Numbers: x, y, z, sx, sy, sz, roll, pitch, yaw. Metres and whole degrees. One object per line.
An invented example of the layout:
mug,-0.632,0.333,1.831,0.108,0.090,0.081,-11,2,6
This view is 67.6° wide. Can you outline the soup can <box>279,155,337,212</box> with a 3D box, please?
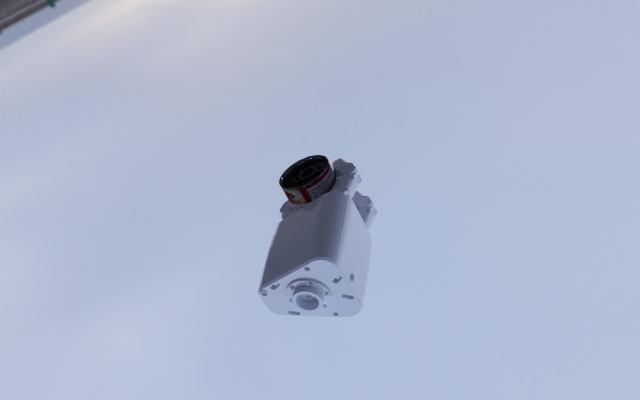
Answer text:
soup can,0.000,0.002,0.613,0.068,0.102,0.068,-21,31,14
